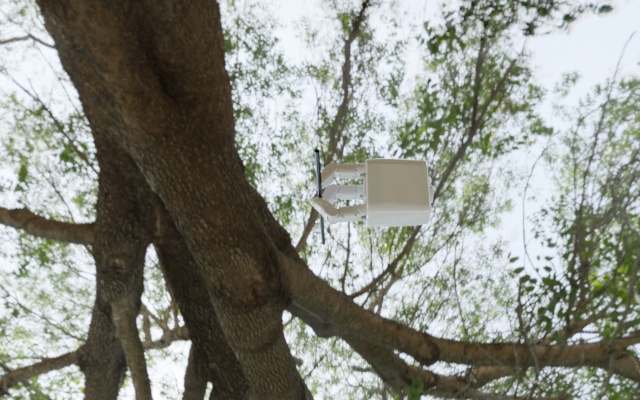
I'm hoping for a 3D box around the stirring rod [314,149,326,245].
[{"bbox_3d":[0.000,0.003,0.831,0.011,0.011,0.240,0,-41,4],"label":"stirring rod"}]
